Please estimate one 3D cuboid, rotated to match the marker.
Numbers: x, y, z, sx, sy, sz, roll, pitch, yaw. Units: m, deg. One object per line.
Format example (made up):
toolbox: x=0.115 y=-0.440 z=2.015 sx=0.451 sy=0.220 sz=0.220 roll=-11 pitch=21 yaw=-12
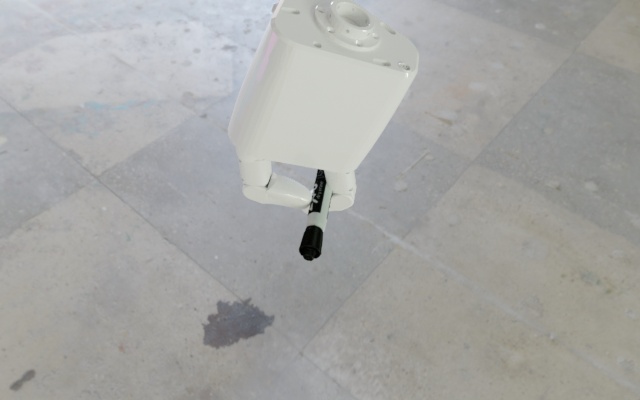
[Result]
marker: x=0.000 y=0.001 z=0.425 sx=0.020 sy=0.121 sz=0.020 roll=7 pitch=-40 yaw=6
